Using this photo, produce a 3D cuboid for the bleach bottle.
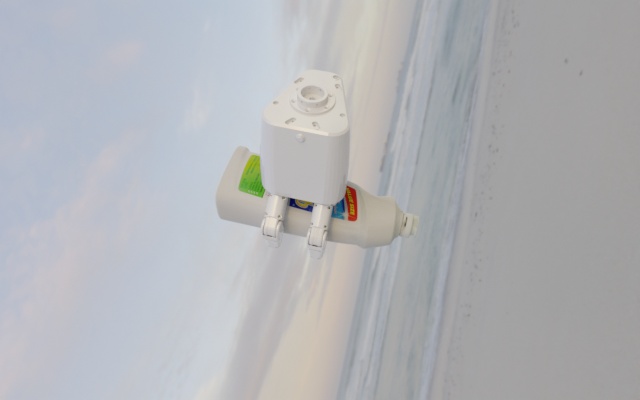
[{"bbox_3d":[0.000,0.002,0.614,0.251,0.102,0.068,12,-39,6],"label":"bleach bottle"}]
